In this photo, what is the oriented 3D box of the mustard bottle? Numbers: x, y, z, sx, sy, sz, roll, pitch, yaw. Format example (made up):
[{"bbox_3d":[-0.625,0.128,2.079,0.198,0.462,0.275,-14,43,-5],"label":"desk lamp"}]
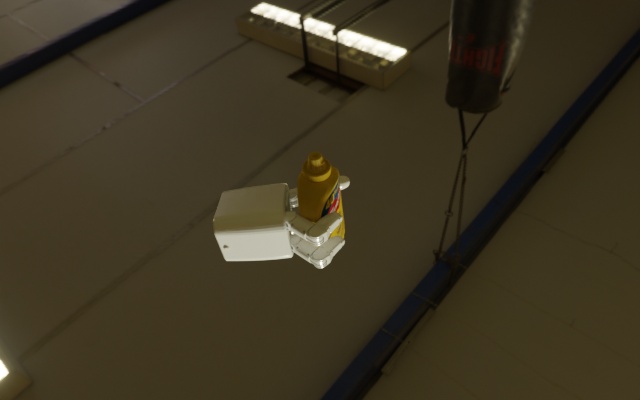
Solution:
[{"bbox_3d":[0.000,0.003,0.726,0.058,0.096,0.192,14,-39,19],"label":"mustard bottle"}]
